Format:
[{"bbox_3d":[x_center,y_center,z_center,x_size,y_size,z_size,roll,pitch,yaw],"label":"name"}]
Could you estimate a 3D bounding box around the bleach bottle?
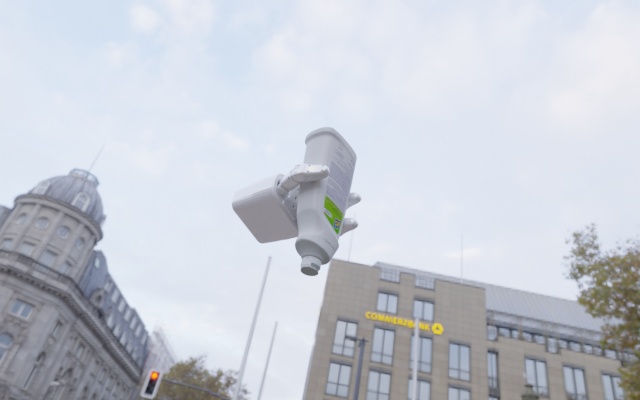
[{"bbox_3d":[0.000,0.003,0.783,0.068,0.250,0.103,-17,-45,35],"label":"bleach bottle"}]
